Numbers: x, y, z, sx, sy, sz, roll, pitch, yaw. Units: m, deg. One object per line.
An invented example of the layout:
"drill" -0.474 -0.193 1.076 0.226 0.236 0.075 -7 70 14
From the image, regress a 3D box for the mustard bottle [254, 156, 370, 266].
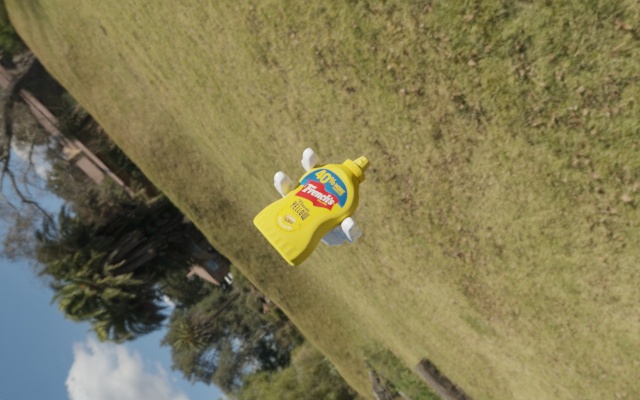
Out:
"mustard bottle" 0.000 0.002 0.716 0.096 0.191 0.058 44 -10 27
